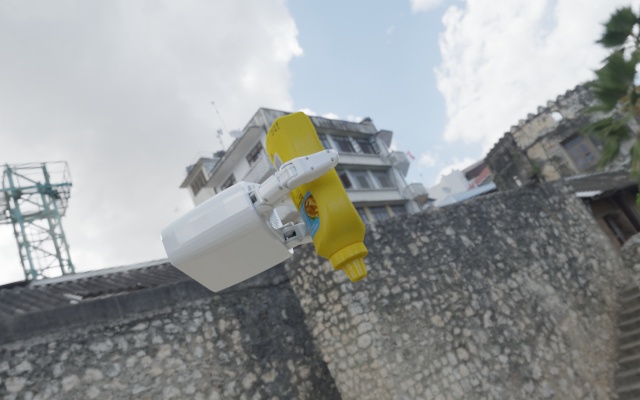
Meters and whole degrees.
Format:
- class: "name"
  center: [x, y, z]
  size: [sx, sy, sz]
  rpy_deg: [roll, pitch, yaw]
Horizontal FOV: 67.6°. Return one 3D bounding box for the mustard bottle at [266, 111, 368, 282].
- class: "mustard bottle"
  center: [0.000, 0.001, 0.532]
  size: [0.058, 0.191, 0.096]
  rpy_deg: [-20, -20, -18]
